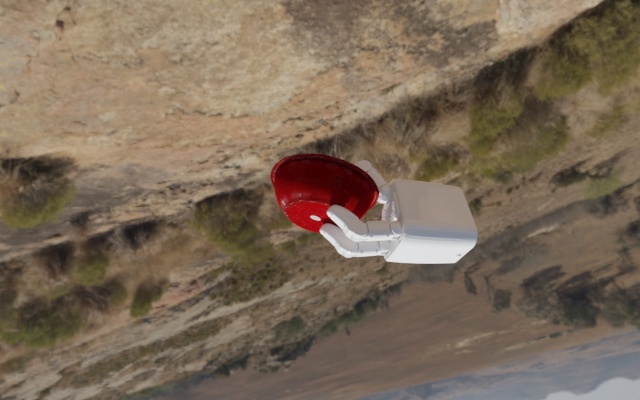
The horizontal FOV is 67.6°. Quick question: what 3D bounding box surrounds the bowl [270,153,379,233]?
[{"bbox_3d":[-0.001,0.002,0.685,0.162,0.055,0.162,10,-30,6],"label":"bowl"}]
